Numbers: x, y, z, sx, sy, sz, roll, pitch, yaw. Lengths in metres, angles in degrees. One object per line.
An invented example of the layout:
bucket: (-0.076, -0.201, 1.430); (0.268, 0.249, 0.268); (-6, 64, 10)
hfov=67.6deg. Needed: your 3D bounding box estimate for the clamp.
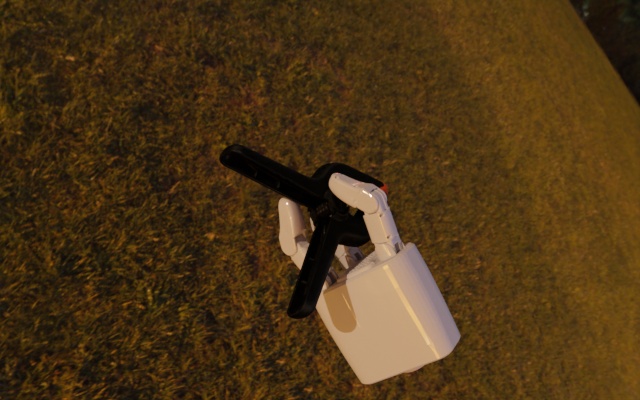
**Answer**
clamp: (0.001, 0.001, 0.484); (0.036, 0.164, 0.210); (-29, -1, 39)
